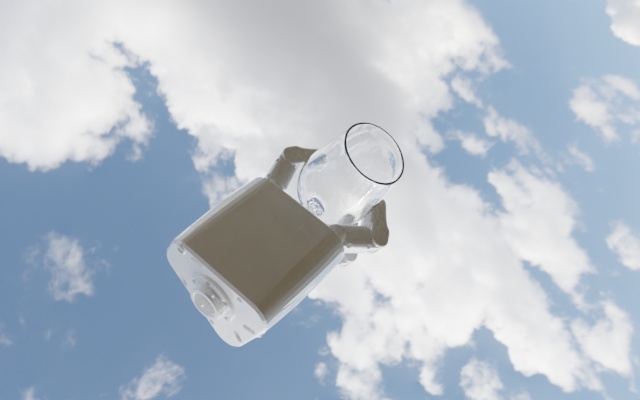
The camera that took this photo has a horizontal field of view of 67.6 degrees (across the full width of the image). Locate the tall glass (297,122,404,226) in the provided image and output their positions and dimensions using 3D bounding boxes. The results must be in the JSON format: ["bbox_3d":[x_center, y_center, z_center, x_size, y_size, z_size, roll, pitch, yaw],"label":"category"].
[{"bbox_3d":[0.000,0.002,0.485,0.079,0.079,0.201,0,-26,-32],"label":"tall glass"}]
